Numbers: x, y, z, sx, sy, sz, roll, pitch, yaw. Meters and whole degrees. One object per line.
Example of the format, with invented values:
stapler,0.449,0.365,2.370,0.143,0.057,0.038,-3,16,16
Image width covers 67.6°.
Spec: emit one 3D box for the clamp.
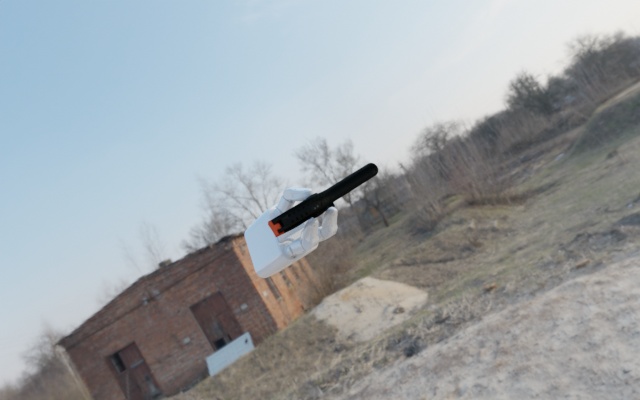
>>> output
clamp,-0.001,0.002,0.821,0.210,0.036,0.165,-27,-9,-45
